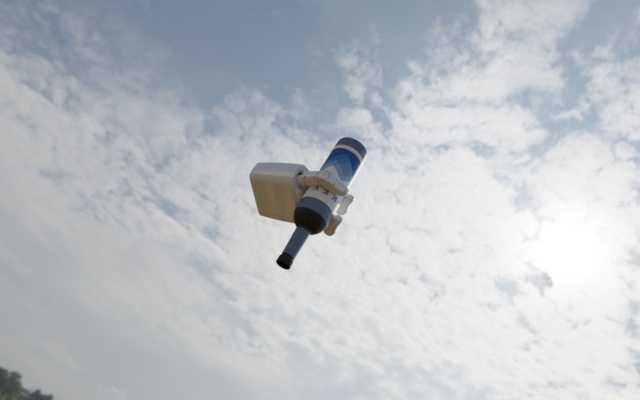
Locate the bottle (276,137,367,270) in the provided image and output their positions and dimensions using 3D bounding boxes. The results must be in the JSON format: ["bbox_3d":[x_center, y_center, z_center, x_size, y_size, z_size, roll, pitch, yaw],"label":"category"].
[{"bbox_3d":[0.000,0.003,0.877,0.069,0.295,0.069,20,-35,15],"label":"bottle"}]
